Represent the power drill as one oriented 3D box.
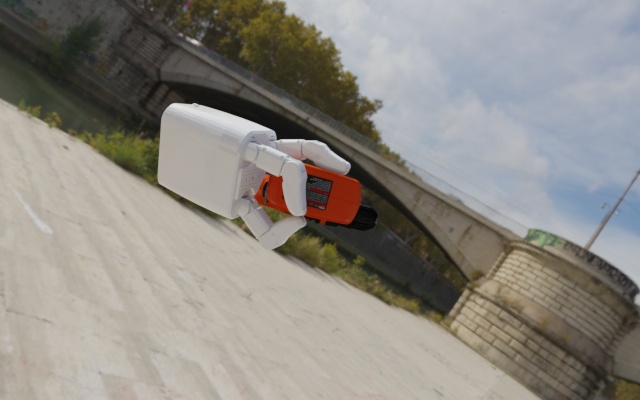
[{"bbox_3d":[0.000,0.002,0.622,0.184,0.057,0.187,14,-6,-4],"label":"power drill"}]
